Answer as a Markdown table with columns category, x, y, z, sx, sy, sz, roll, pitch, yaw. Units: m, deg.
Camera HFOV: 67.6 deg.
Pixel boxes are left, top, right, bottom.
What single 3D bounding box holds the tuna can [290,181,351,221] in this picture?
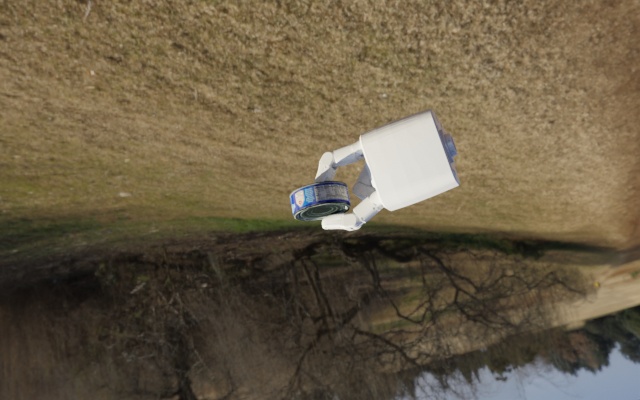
| category | x | y | z | sx | sy | sz | roll | pitch | yaw |
| --- | --- | --- | --- | --- | --- | --- | --- | --- | --- |
| tuna can | 0.000 | 0.003 | 0.691 | 0.086 | 0.033 | 0.086 | -9 | -17 | -3 |
